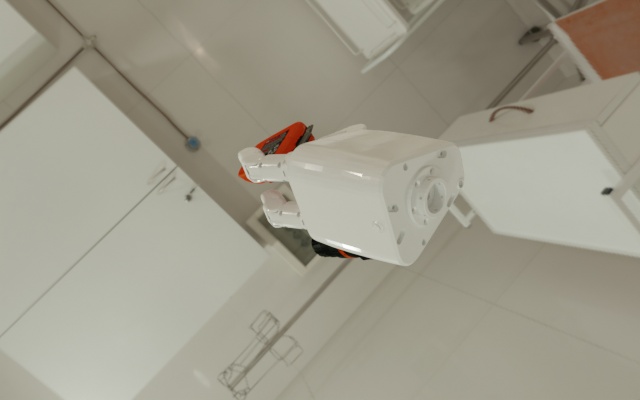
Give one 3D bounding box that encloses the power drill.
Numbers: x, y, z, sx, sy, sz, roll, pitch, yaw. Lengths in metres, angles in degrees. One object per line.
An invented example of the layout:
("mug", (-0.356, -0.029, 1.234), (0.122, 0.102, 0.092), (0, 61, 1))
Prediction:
("power drill", (0.000, 0.002, 0.554), (0.188, 0.057, 0.184), (39, -31, -22))
